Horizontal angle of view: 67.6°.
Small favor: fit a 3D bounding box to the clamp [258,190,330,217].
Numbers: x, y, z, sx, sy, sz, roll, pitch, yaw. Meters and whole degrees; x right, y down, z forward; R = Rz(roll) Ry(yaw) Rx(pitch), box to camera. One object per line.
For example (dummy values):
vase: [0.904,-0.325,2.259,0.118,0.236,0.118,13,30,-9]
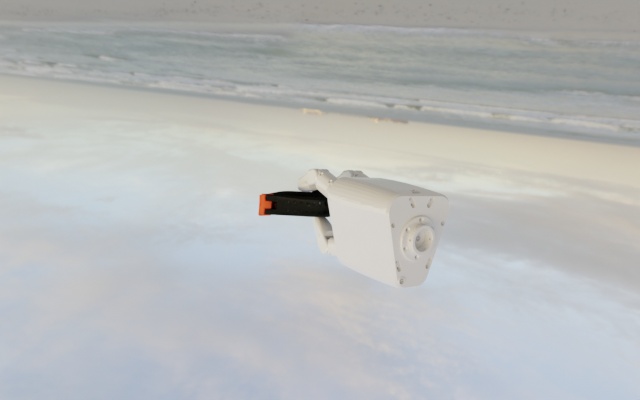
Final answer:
clamp: [0.000,0.003,0.676,0.210,0.036,0.164,0,7,-33]
